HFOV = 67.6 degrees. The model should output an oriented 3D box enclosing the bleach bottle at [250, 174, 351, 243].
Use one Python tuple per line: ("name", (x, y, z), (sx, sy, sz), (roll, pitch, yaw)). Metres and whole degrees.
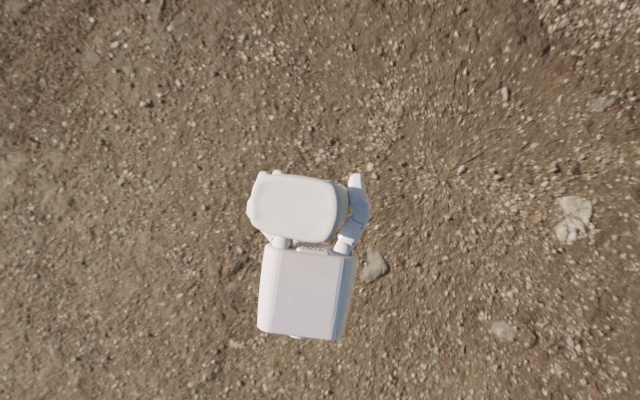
("bleach bottle", (0.000, 0.002, 0.616), (0.102, 0.068, 0.251), (10, 5, 14))
